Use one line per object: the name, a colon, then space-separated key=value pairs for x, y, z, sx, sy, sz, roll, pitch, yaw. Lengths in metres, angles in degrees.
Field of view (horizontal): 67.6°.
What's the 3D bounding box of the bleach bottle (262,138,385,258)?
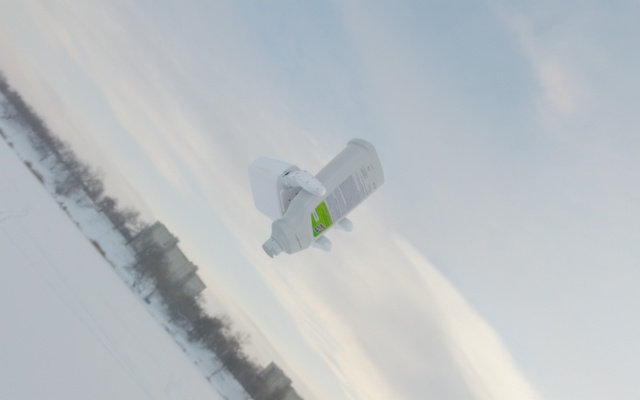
bleach bottle: x=0.000 y=0.003 z=0.818 sx=0.250 sy=0.103 sz=0.068 roll=-40 pitch=37 yaw=-22
